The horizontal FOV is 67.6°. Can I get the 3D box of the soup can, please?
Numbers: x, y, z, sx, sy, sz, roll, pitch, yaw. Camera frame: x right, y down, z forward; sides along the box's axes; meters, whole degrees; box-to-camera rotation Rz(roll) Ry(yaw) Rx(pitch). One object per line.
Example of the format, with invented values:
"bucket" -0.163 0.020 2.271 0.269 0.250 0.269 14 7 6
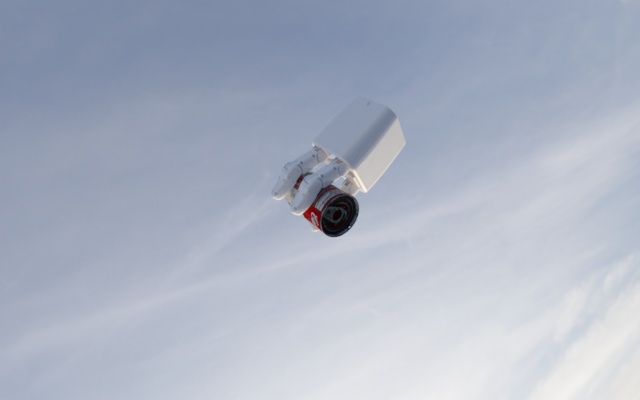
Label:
"soup can" 0.000 0.003 0.716 0.068 0.068 0.102 0 24 -38
